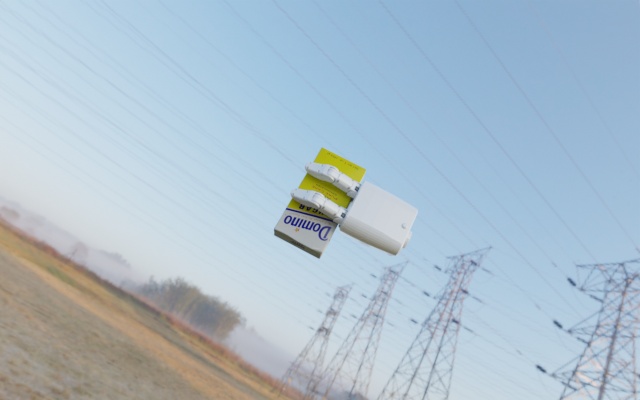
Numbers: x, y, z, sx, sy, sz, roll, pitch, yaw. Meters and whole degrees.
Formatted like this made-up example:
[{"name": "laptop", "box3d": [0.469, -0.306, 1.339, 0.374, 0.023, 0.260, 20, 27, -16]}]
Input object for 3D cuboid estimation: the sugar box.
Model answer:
[{"name": "sugar box", "box3d": [0.000, 0.003, 0.833, 0.093, 0.176, 0.048, 27, -22, 5]}]
